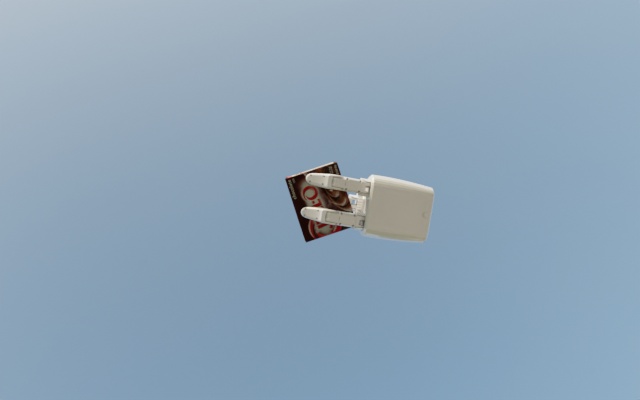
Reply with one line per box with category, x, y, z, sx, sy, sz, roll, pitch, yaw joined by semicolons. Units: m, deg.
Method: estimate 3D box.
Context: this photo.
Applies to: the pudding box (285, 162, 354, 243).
pudding box;0.000;0.003;0.787;0.090;0.113;0.039;-19;3;-4
